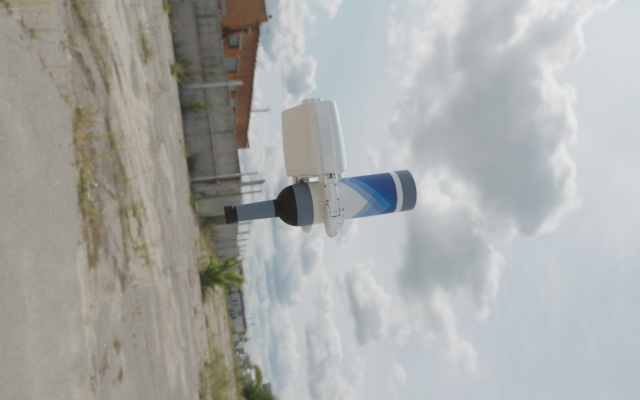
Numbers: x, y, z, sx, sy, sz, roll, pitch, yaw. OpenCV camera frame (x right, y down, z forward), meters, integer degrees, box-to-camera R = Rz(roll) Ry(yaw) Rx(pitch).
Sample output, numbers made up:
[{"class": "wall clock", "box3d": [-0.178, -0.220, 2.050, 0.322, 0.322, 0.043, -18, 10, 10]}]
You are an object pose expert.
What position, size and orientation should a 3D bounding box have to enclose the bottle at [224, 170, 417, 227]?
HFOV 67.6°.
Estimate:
[{"class": "bottle", "box3d": [0.000, 0.002, 0.742, 0.296, 0.069, 0.069, -8, 2, -12]}]
